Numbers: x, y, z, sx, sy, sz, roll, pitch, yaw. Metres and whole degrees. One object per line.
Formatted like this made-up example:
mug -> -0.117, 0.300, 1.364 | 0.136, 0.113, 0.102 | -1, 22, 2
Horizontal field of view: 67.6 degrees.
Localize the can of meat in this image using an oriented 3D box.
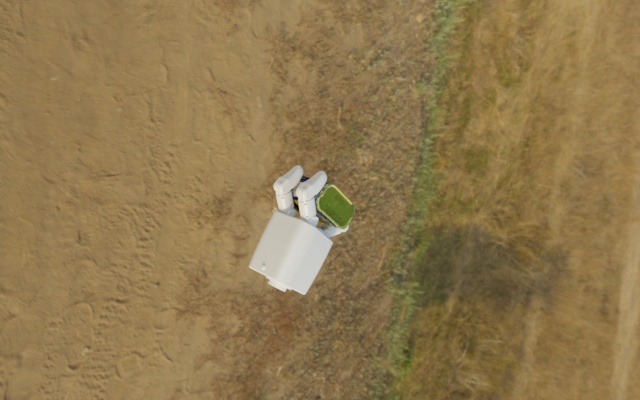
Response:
can of meat -> 0.000, 0.003, 0.829 | 0.084, 0.057, 0.102 | 17, -18, 43
